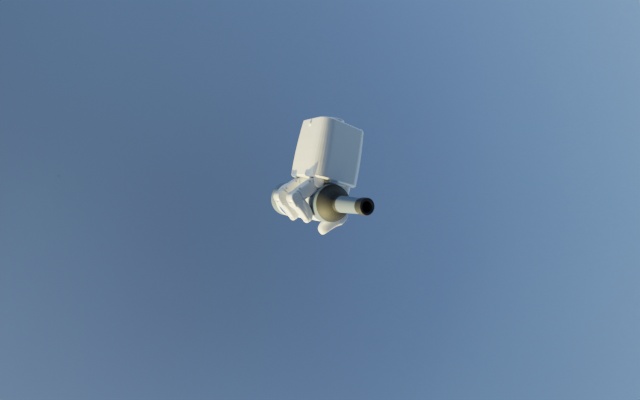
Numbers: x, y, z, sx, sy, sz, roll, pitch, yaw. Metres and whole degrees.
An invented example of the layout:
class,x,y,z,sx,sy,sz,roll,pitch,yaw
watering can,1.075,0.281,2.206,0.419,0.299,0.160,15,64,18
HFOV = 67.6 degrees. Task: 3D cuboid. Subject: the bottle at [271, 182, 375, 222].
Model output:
class,x,y,z,sx,sy,sz,roll,pitch,yaw
bottle,0.000,0.003,0.849,0.069,0.069,0.295,0,3,-29
